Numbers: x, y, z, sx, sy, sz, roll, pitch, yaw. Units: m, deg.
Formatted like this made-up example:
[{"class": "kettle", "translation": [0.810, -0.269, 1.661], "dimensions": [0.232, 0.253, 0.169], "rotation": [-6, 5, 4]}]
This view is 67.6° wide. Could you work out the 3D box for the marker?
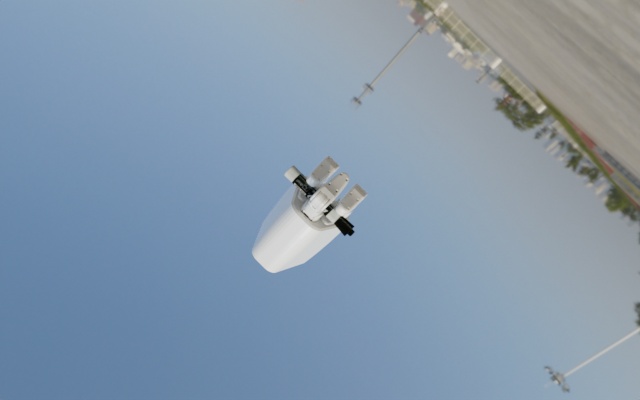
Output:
[{"class": "marker", "translation": [0.000, 0.002, 0.636], "dimensions": [0.020, 0.121, 0.020], "rotation": [-45, -3, -3]}]
